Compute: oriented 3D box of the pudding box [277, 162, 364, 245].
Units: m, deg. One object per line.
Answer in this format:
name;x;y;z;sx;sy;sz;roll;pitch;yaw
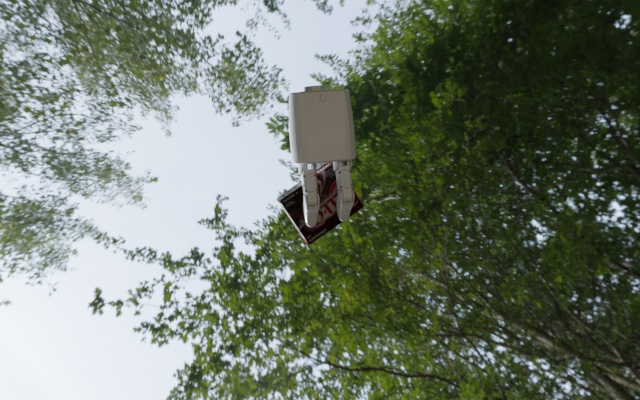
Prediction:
pudding box;0.000;0.002;0.771;0.113;0.090;0.039;-34;16;-5
